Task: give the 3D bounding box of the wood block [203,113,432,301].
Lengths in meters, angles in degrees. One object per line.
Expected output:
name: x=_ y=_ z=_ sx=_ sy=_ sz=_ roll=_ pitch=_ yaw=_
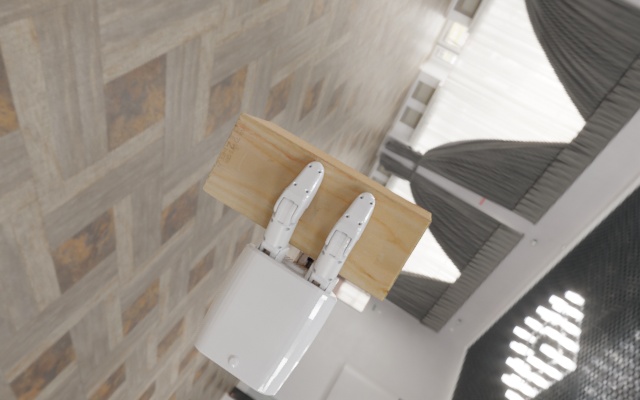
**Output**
wood block: x=0.000 y=0.002 z=0.489 sx=0.206 sy=0.090 sz=0.091 roll=31 pitch=8 yaw=10
